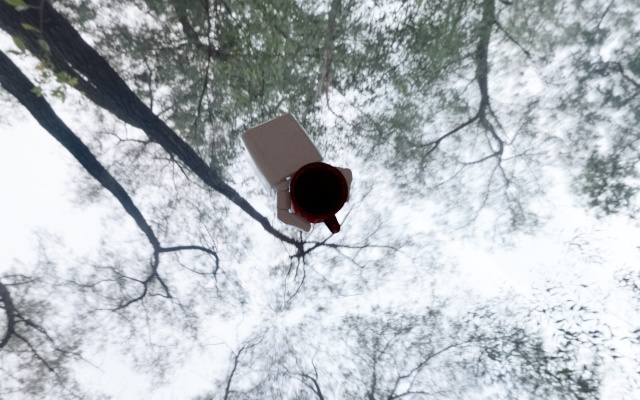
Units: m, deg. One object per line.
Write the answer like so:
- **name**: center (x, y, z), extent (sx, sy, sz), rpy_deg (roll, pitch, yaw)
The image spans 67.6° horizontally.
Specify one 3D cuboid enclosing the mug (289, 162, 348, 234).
- **mug**: center (0.001, 0.004, 0.786), extent (0.093, 0.117, 0.081), rpy_deg (-30, -8, -11)
